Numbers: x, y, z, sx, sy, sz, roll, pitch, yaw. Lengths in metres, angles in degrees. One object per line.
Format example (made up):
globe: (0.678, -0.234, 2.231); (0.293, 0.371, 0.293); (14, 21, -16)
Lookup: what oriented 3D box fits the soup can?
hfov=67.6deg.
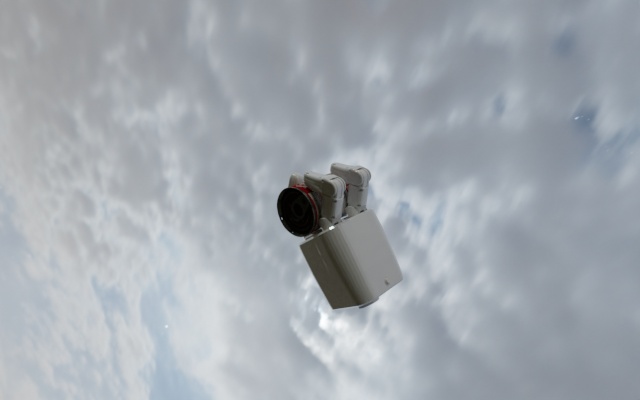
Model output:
soup can: (0.000, 0.002, 0.656); (0.068, 0.068, 0.102); (0, 15, 43)
